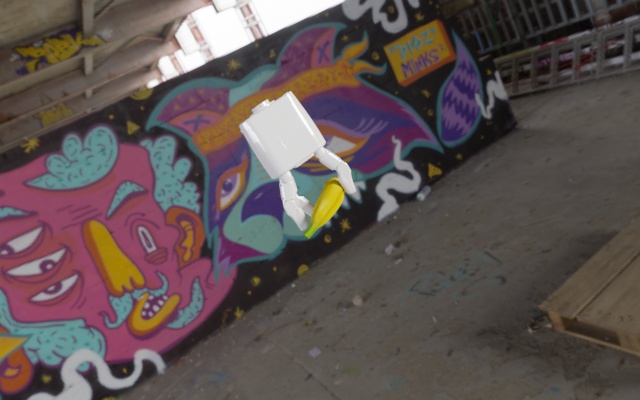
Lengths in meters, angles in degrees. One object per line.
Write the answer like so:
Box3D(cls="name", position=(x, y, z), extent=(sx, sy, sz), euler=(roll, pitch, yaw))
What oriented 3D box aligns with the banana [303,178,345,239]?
Box3D(cls="banana", position=(0.013, -0.005, 0.849), extent=(0.070, 0.037, 0.197), euler=(-35, 12, 25))
